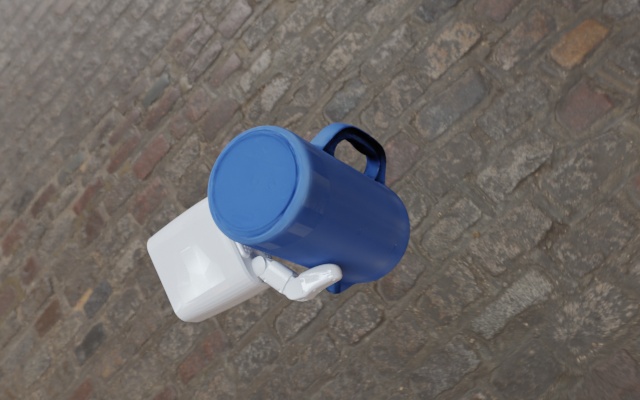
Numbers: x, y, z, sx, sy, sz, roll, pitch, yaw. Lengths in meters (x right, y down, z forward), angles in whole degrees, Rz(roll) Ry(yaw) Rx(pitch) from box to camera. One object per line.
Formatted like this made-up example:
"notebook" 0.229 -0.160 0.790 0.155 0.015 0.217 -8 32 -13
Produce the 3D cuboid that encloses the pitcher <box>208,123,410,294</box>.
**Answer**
"pitcher" 0.000 0.002 0.510 0.145 0.149 0.243 -29 -26 18
